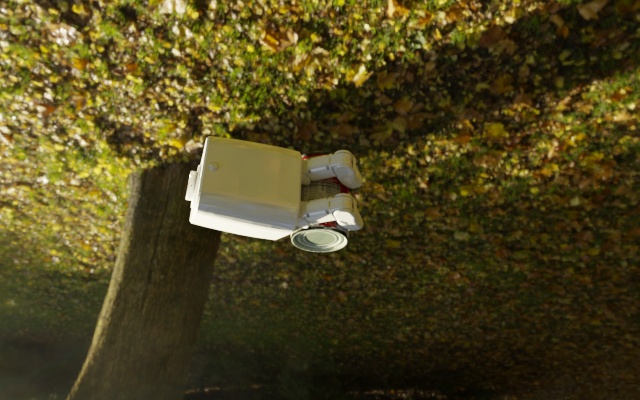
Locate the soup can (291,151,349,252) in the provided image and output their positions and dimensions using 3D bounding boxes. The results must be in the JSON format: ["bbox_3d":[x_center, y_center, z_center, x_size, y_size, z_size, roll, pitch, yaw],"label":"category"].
[{"bbox_3d":[0.001,0.002,0.567,0.068,0.102,0.068,1,-29,1],"label":"soup can"}]
